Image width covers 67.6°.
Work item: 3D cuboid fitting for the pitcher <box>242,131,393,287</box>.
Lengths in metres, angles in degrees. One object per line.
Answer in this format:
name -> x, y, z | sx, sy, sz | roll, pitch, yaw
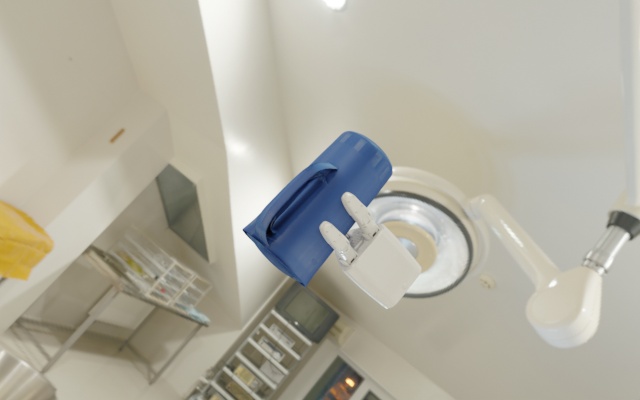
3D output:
pitcher -> 0.000, 0.003, 0.752 | 0.145, 0.243, 0.149 | 45, -12, -15
